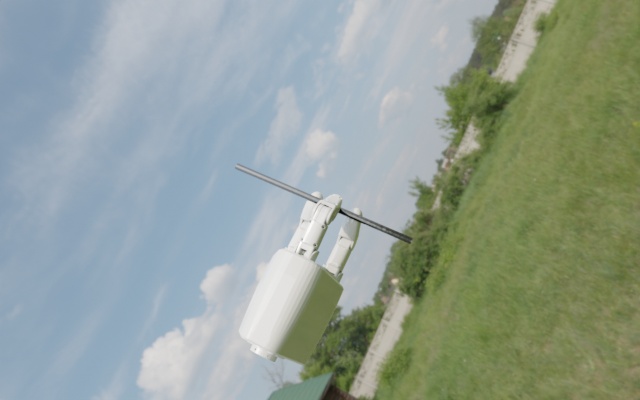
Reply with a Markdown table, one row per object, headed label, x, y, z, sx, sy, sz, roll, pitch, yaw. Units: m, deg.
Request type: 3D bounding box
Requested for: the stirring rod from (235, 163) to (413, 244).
| label | x | y | z | sx | sy | sz | roll | pitch | yaw |
| --- | --- | --- | --- | --- | --- | --- | --- | --- | --- |
| stirring rod | 0.000 | 0.002 | 0.590 | 0.239 | 0.011 | 0.011 | 23 | 5 | 12 |
